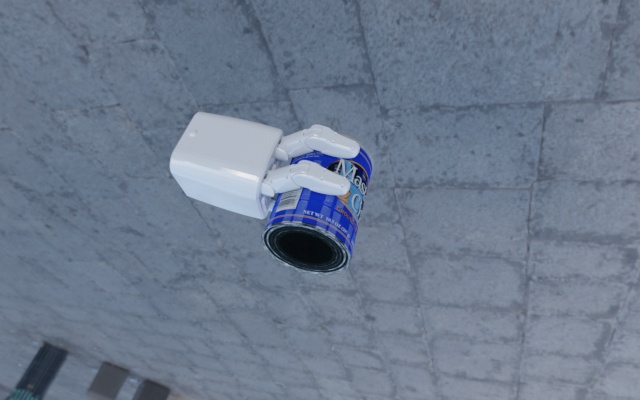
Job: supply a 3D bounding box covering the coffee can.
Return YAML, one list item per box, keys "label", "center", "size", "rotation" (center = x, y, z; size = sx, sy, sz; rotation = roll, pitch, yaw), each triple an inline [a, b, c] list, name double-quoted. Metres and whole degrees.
- label: "coffee can"
  center: [0.000, 0.002, 0.566]
  size: [0.103, 0.140, 0.103]
  rotation: [11, -36, 8]
